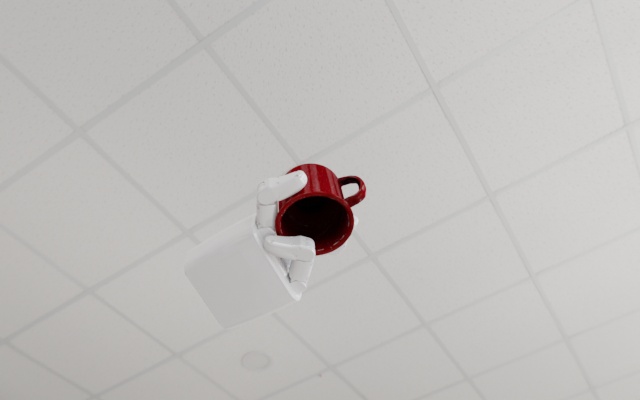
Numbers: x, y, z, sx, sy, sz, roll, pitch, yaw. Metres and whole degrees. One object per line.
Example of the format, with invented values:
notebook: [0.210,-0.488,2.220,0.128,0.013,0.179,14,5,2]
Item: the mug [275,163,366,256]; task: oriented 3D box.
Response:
mug: [0.001,0.001,0.585,0.117,0.093,0.081,-26,33,10]
